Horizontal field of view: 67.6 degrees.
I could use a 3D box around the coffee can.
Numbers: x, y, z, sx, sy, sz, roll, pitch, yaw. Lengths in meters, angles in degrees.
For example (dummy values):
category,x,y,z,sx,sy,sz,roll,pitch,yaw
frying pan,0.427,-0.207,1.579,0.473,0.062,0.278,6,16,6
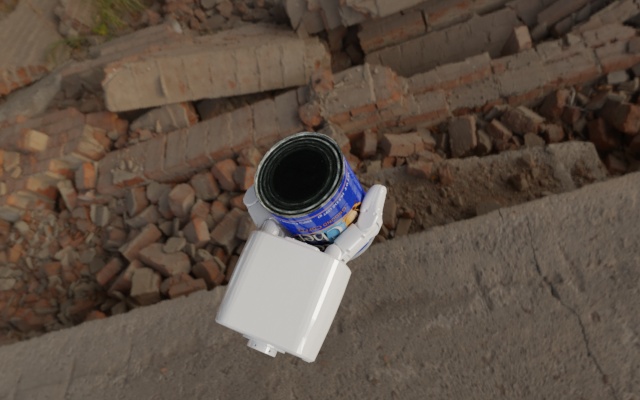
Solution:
category,x,y,z,sx,sy,sz,roll,pitch,yaw
coffee can,0.000,0.002,0.554,0.103,0.102,0.140,0,-26,22
